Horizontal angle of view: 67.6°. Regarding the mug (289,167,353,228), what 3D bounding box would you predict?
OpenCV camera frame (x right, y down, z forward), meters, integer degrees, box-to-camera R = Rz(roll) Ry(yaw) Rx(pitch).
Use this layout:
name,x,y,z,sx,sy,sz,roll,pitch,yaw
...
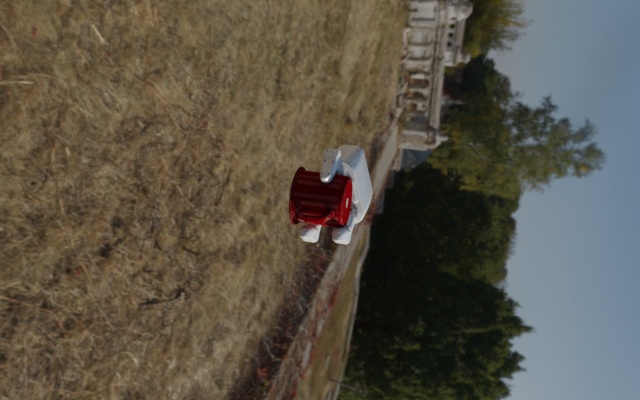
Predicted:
name,x,y,z,sx,sy,sz,roll,pitch,yaw
mug,0.000,0.003,0.734,0.081,0.093,0.117,8,25,14
